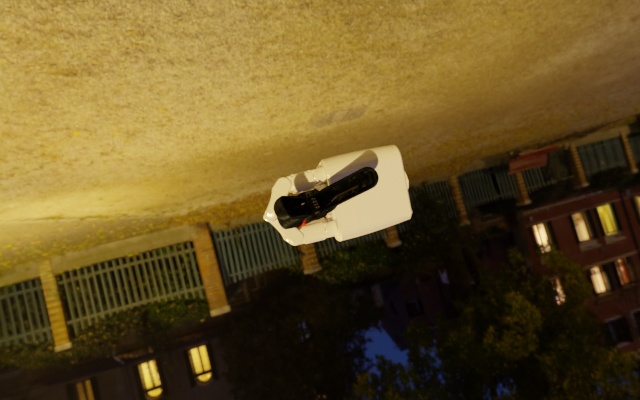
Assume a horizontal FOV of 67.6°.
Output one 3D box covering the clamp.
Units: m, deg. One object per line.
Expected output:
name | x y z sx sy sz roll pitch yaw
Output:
clamp | 0.000 0.003 0.570 0.120 0.039 0.171 -15 -5 -9
